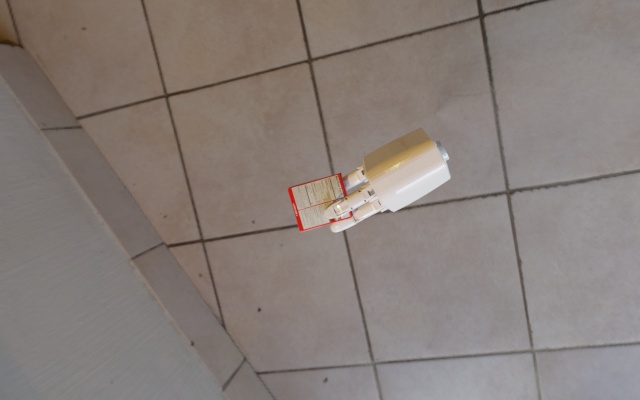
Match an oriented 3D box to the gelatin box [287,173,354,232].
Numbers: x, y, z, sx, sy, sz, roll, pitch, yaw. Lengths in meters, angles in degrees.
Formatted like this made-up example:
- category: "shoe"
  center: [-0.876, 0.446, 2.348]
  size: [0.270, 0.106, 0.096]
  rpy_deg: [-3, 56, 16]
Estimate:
- category: "gelatin box"
  center: [0.000, 0.003, 0.756]
  size: [0.089, 0.073, 0.030]
  rpy_deg: [-16, 4, 7]
